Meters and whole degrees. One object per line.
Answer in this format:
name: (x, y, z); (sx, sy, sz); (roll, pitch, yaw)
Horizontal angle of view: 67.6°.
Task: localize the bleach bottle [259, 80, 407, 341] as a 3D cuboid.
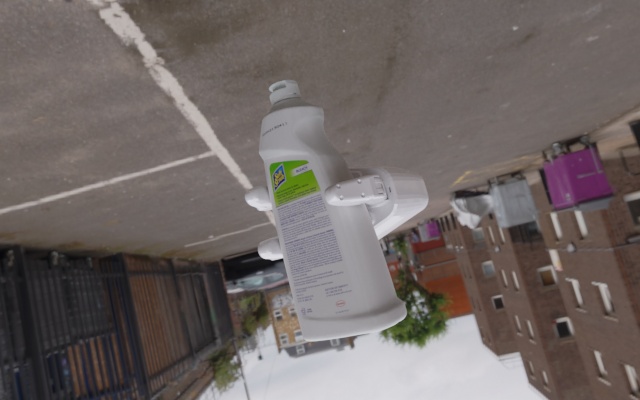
bleach bottle: (0.000, 0.002, 0.464); (0.102, 0.251, 0.068); (-19, -8, 31)
